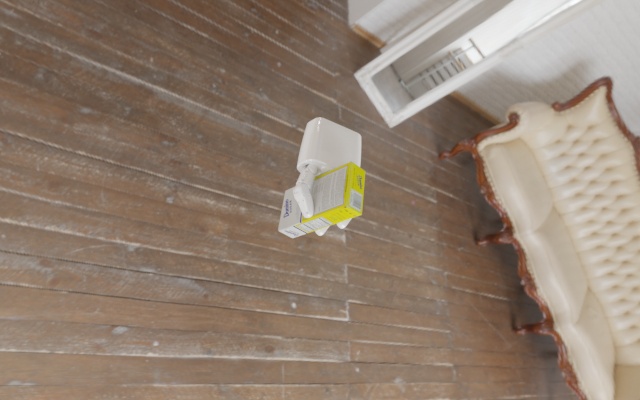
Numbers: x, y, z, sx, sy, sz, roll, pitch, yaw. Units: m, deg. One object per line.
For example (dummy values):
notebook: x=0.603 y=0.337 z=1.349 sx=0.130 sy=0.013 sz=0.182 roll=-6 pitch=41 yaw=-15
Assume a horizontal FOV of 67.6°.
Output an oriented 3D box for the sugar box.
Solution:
sugar box: x=0.001 y=0.003 z=0.874 sx=0.048 sy=0.093 sz=0.176 roll=30 pitch=-36 yaw=-33
